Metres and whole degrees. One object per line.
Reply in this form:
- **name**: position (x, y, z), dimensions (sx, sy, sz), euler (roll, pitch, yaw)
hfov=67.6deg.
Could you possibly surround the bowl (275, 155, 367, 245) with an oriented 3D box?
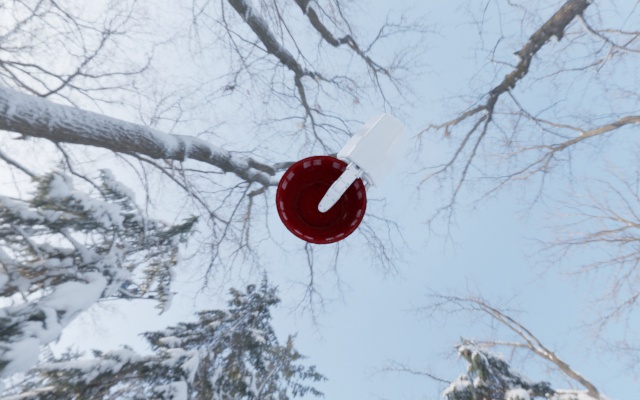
- **bowl**: position (-0.001, 0.004, 0.863), dimensions (0.162, 0.162, 0.055), euler (0, -13, -4)
